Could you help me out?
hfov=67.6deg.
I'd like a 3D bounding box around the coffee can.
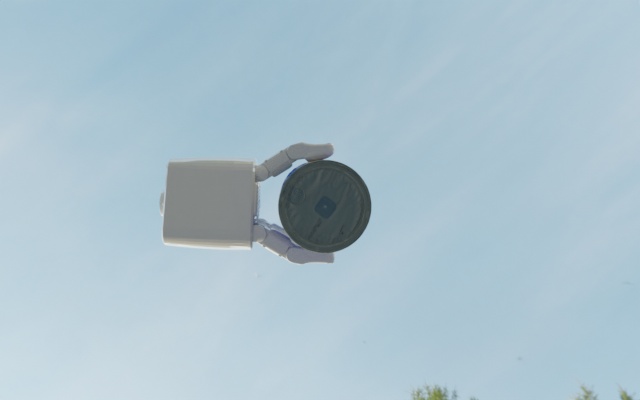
[{"bbox_3d":[0.000,0.002,0.588,0.103,0.103,0.140,0,4,-4],"label":"coffee can"}]
